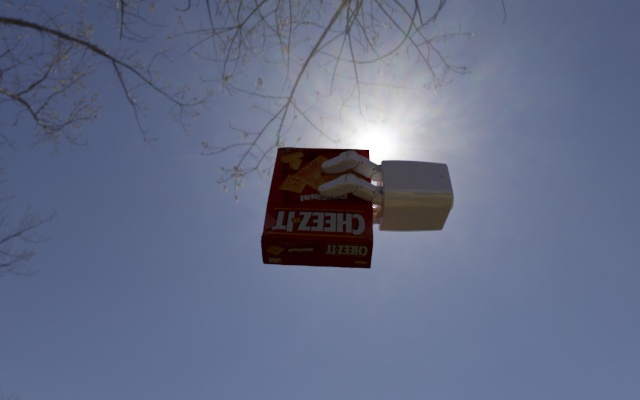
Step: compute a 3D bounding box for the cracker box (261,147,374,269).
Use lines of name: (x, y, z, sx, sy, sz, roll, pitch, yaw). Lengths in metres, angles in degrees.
cracker box: (0.000, 0.003, 0.768, 0.164, 0.072, 0.213, 2, 44, 2)
